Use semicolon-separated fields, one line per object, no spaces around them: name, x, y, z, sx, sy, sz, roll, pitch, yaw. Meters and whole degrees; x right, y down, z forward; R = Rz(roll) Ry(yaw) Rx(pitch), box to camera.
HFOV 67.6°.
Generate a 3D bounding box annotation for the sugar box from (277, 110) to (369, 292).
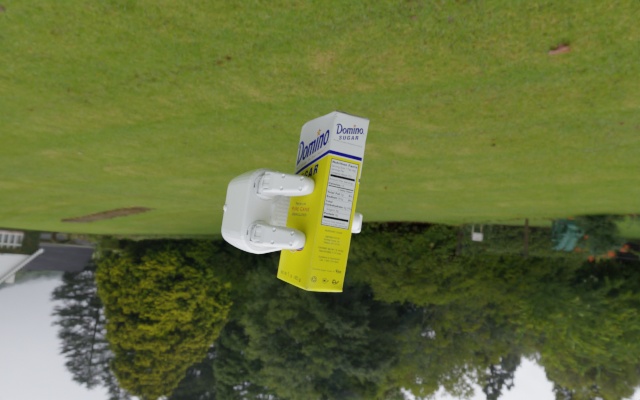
sugar box;0.000;0.002;0.501;0.048;0.176;0.093;8;-4;-24
